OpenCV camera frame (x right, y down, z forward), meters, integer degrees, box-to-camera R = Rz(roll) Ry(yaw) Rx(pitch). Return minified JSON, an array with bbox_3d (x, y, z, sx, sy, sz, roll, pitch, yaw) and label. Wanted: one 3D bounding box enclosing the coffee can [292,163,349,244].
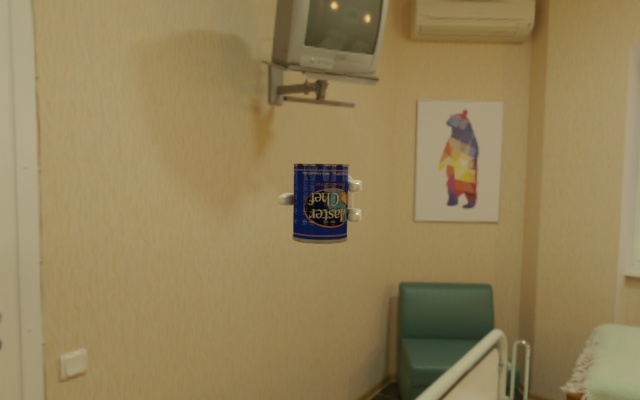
[{"bbox_3d":[0.000,0.003,0.879,0.103,0.140,0.103,1,4,0],"label":"coffee can"}]
